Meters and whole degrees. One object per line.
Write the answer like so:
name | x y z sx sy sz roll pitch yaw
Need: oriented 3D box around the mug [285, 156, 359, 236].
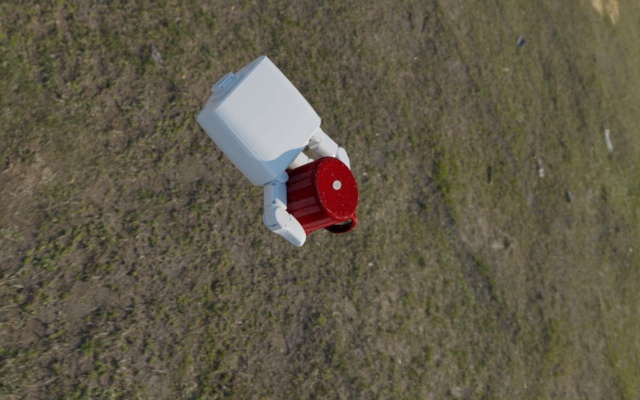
mug | 0.001 0.003 0.599 0.081 0.093 0.117 -19 -55 41
